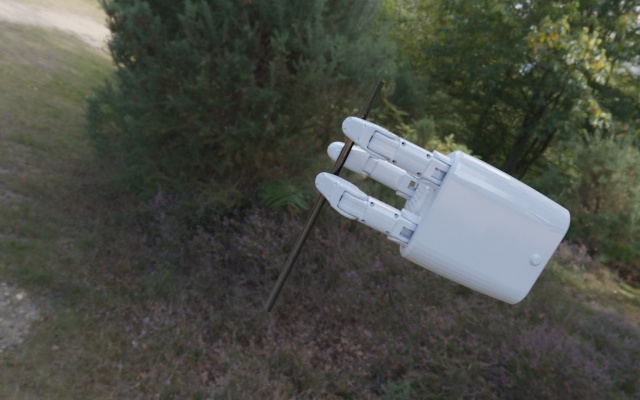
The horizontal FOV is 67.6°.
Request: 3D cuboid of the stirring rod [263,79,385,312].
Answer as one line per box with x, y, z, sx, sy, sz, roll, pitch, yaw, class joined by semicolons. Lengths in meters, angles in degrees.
0.000;0.002;0.440;0.011;0.239;0.011;25;13;-6;stirring rod
